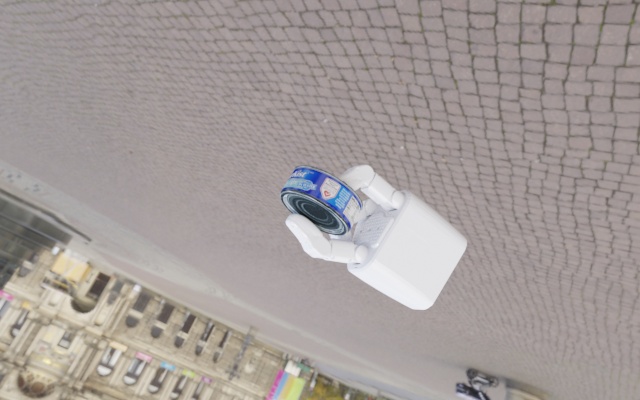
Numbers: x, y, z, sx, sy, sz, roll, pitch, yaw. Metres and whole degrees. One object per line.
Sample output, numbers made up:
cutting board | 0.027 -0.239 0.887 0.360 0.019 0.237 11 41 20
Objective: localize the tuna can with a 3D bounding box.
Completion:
tuna can | 0.000 0.002 0.511 0.086 0.033 0.086 26 -21 11
